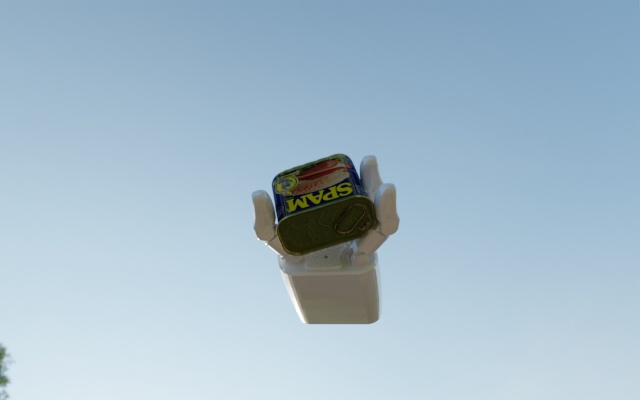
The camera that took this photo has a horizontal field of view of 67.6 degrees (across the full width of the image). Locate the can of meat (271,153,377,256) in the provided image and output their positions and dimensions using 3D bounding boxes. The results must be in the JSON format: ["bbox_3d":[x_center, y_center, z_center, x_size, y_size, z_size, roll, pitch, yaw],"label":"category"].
[{"bbox_3d":[0.000,0.001,0.514,0.102,0.057,0.084,-17,40,1],"label":"can of meat"}]
